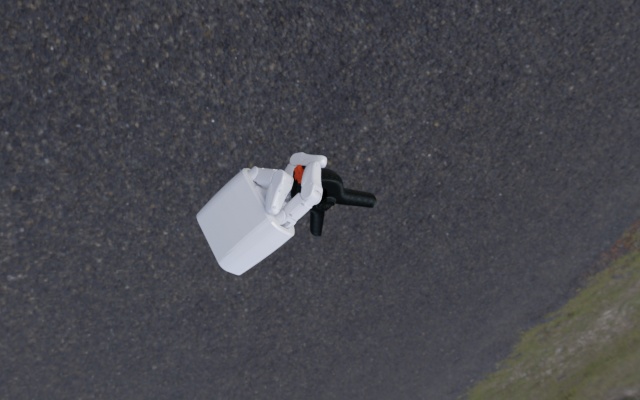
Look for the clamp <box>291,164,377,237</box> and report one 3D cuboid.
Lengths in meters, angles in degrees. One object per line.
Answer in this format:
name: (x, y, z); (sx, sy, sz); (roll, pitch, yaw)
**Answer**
clamp: (0.000, 0.003, 0.730); (0.120, 0.039, 0.171); (-40, -40, 16)
